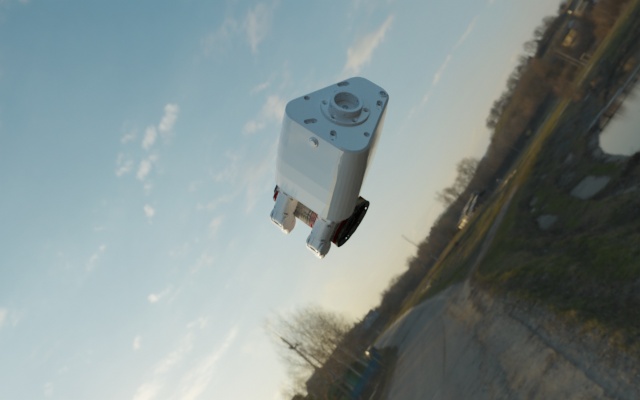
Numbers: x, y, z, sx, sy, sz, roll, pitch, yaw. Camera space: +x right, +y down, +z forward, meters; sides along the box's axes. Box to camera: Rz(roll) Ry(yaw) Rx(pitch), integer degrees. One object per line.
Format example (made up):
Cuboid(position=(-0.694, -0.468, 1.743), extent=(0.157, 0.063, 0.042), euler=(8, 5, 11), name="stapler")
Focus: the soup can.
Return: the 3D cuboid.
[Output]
Cuboid(position=(0.000, 0.002, 0.592), extent=(0.102, 0.068, 0.068), euler=(34, 10, 16), name="soup can")
